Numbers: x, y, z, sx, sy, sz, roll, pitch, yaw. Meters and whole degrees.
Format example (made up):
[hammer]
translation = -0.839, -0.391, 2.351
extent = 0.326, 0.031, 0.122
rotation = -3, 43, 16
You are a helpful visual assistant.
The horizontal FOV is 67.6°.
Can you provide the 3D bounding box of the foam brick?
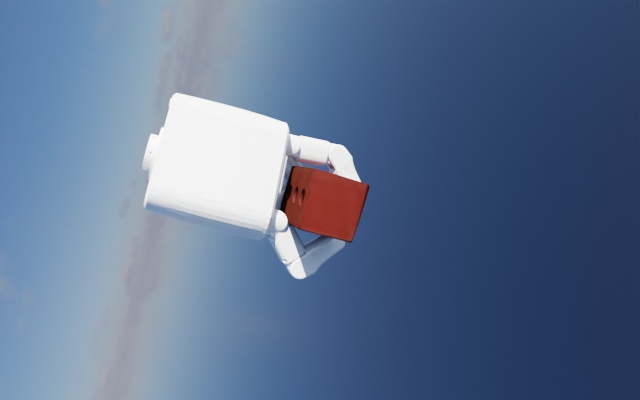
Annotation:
[foam brick]
translation = 0.000, 0.001, 0.428
extent = 0.051, 0.053, 0.078
rotation = 16, 0, -18
